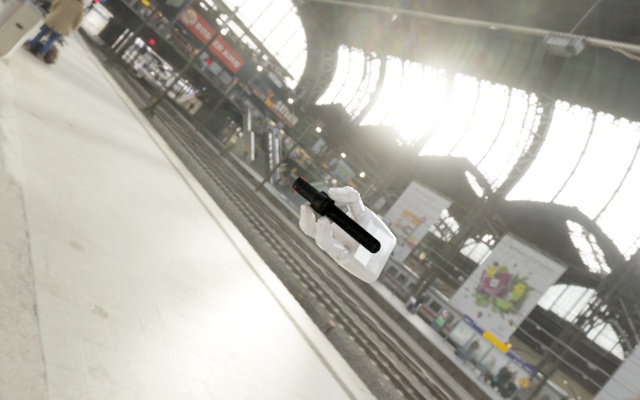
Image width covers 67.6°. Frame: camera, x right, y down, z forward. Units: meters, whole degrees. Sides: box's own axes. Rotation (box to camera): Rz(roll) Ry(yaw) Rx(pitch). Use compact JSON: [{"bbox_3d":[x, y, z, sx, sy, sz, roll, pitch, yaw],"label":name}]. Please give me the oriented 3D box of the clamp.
[{"bbox_3d":[0.000,0.002,0.814,0.165,0.036,0.210,41,-1,-43],"label":"clamp"}]
